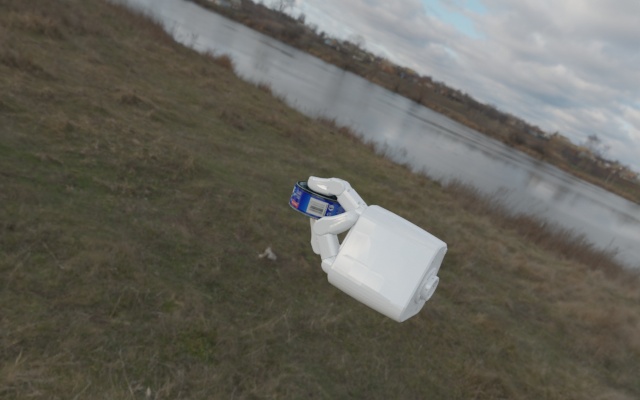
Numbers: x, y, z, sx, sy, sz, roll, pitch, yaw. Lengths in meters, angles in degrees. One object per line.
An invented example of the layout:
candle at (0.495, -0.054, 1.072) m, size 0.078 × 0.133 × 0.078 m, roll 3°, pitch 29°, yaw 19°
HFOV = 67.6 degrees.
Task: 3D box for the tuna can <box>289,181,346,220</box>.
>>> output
tuna can at (0.000, 0.002, 0.682) m, size 0.086 × 0.034 × 0.086 m, roll 18°, pitch 12°, yaw -4°
